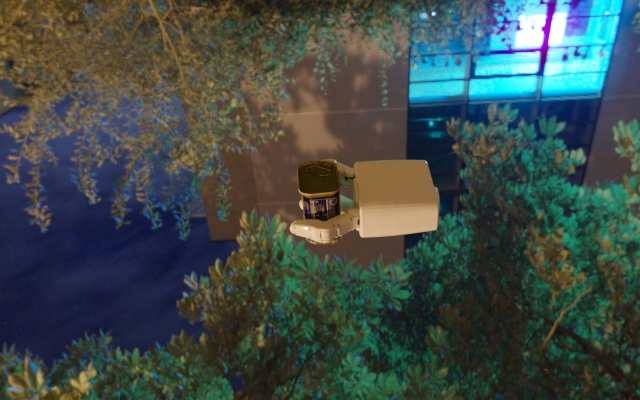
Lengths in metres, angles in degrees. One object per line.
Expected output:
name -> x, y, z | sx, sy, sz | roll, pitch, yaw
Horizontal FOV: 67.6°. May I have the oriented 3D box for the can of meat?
can of meat -> 0.000, 0.003, 0.681 | 0.057, 0.084, 0.102 | -6, 29, -2
